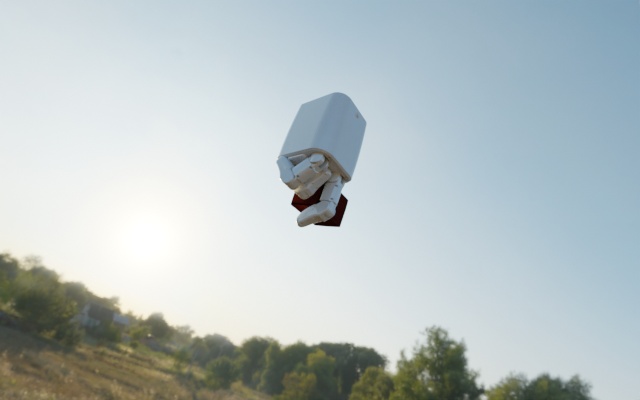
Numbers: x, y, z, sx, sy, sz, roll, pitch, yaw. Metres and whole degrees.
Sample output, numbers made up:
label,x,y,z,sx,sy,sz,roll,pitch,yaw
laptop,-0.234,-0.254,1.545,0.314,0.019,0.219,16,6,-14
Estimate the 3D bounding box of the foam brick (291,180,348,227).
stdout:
label,x,y,z,sx,sy,sz,roll,pitch,yaw
foam brick,0.000,0.003,0.755,0.053,0.051,0.078,4,-26,34
